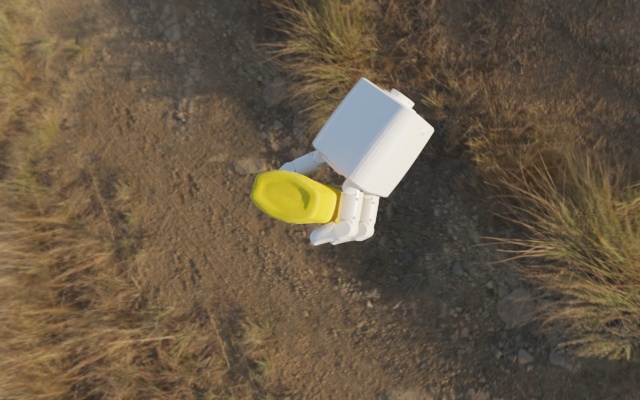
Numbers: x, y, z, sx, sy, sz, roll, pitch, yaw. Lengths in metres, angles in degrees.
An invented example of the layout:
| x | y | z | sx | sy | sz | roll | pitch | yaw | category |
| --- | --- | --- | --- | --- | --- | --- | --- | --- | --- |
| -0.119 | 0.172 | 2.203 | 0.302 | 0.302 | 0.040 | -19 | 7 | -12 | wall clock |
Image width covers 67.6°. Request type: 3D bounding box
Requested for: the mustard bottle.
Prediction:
| x | y | z | sx | sy | sz | roll | pitch | yaw | category |
| --- | --- | --- | --- | --- | --- | --- | --- | --- | --- |
| 0.000 | 0.002 | 0.626 | 0.096 | 0.058 | 0.191 | 15 | 2 | 27 | mustard bottle |
